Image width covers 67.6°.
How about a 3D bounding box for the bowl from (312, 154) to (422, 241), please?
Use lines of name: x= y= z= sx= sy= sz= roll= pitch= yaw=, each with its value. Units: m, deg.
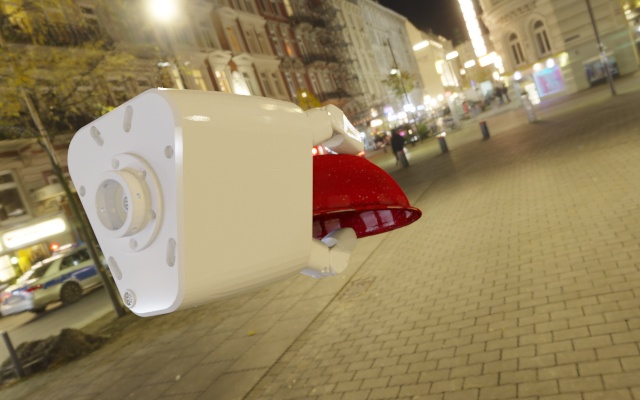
bowl: x=0.000 y=0.001 z=0.403 sx=0.162 sy=0.055 sz=0.162 roll=-8 pitch=-13 yaw=-2
